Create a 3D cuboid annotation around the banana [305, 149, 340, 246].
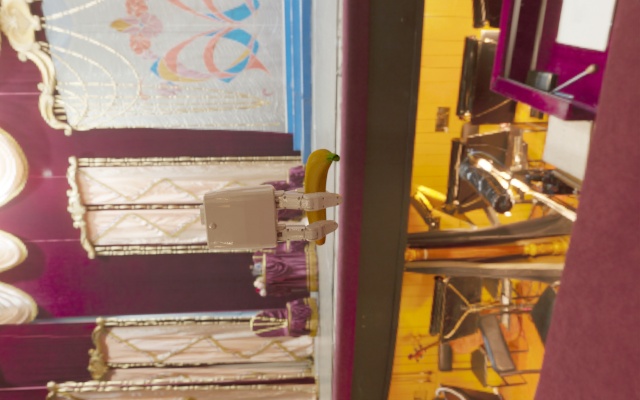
[{"bbox_3d":[-0.004,-0.013,0.768,0.037,0.198,0.069,-7,45,-13],"label":"banana"}]
